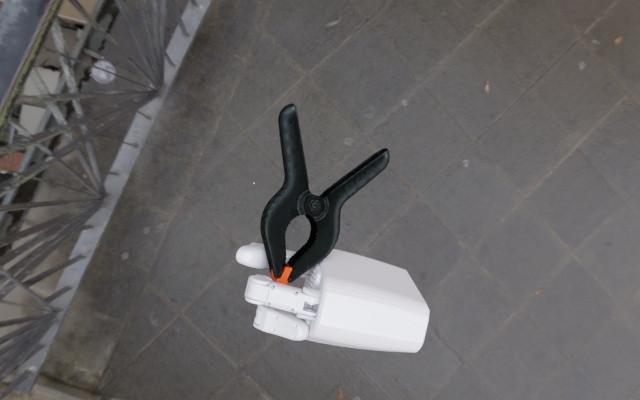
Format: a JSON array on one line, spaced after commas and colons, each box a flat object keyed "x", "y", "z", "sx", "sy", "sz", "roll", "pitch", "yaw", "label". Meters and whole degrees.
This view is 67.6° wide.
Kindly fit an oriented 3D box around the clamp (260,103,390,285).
[{"x": 0.000, "y": 0.002, "z": 0.471, "sx": 0.120, "sy": 0.171, "sz": 0.039, "roll": 14, "pitch": 0, "yaw": -10, "label": "clamp"}]
